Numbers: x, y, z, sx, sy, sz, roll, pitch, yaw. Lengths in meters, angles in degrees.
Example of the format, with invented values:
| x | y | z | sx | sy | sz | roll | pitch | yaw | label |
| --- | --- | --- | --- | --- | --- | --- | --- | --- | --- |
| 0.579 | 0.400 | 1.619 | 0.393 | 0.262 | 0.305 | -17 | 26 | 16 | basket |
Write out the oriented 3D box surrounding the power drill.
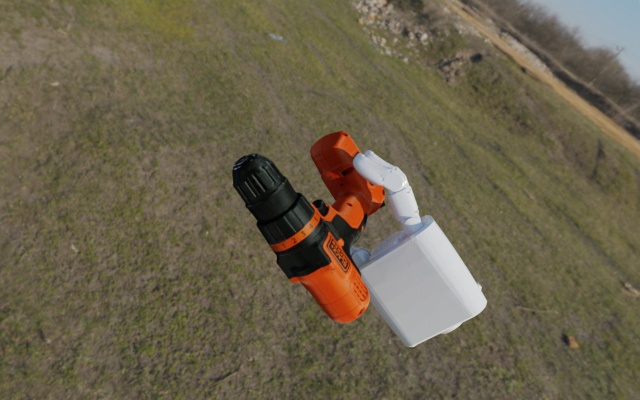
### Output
| x | y | z | sx | sy | sz | roll | pitch | yaw | label |
| --- | --- | --- | --- | --- | --- | --- | --- | --- | --- |
| 0.000 | 0.002 | 0.486 | 0.057 | 0.184 | 0.187 | -21 | 23 | 30 | power drill |
